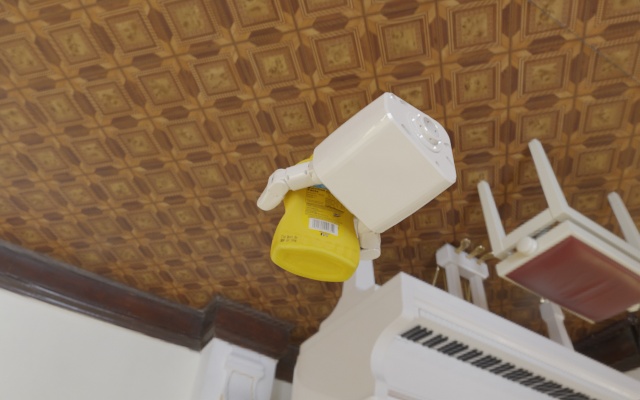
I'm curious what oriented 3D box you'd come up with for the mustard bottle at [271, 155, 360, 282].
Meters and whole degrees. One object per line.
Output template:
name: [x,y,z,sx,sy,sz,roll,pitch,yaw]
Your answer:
mustard bottle: [0.000,0.002,0.578,0.096,0.191,0.058,15,-45,-9]
